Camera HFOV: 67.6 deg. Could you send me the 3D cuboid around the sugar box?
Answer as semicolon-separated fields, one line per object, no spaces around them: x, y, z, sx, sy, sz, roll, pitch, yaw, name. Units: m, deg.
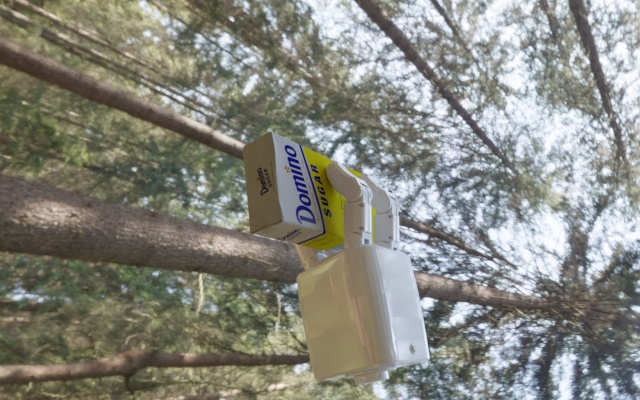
0.001;0.002;0.498;0.048;0.093;0.176;-23;-26;31;sugar box
